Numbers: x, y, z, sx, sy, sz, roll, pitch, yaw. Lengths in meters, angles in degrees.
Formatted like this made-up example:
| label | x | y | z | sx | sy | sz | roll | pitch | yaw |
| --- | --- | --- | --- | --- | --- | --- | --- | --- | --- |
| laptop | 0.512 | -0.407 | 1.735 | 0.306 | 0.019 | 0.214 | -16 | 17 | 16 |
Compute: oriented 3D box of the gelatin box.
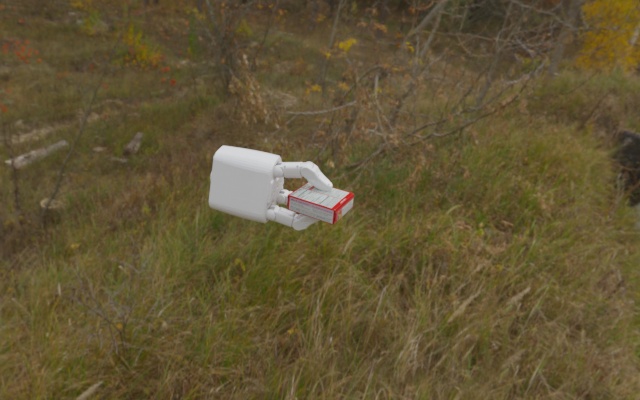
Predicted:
| label | x | y | z | sx | sy | sz | roll | pitch | yaw |
| --- | --- | --- | --- | --- | --- | --- | --- | --- | --- |
| gelatin box | 0.000 | 0.002 | 0.785 | 0.089 | 0.030 | 0.073 | 17 | 28 | 23 |
